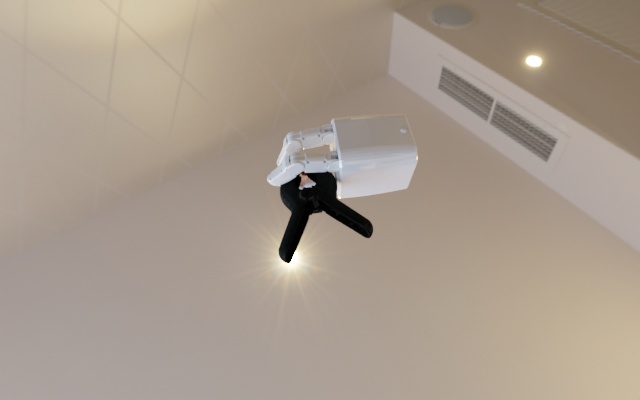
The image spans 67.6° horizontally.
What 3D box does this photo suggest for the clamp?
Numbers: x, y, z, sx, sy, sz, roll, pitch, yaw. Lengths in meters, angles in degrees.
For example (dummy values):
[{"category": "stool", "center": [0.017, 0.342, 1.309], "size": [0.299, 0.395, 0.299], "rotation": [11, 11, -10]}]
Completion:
[{"category": "clamp", "center": [0.000, 0.002, 0.635], "size": [0.120, 0.171, 0.039], "rotation": [-7, -40, -1]}]
